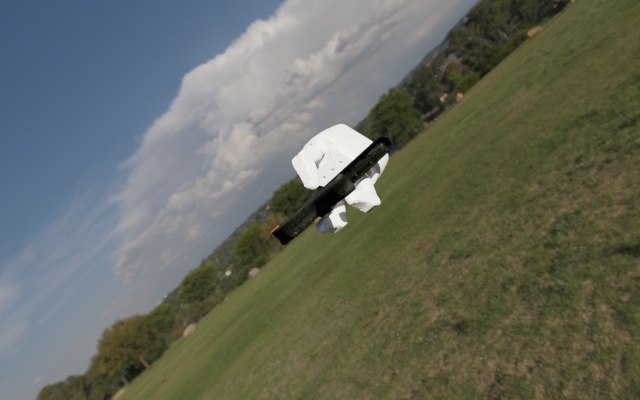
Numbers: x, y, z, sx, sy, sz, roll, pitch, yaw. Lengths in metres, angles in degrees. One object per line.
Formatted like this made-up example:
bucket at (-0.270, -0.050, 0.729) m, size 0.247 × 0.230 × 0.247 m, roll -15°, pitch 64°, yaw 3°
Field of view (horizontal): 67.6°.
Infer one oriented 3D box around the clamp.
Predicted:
clamp at (-0.001, 0.002, 0.631) m, size 0.210 × 0.036 × 0.164 m, roll -41°, pitch 1°, yaw 28°
